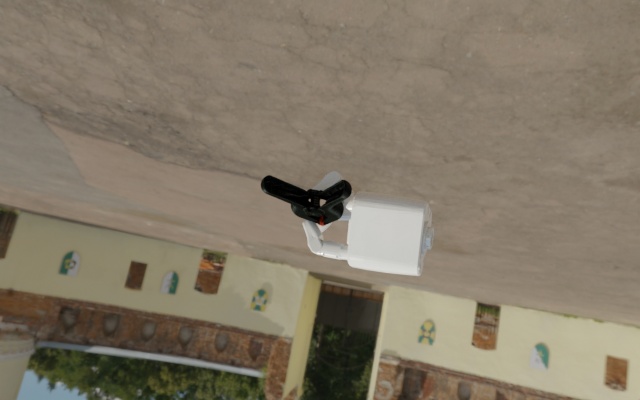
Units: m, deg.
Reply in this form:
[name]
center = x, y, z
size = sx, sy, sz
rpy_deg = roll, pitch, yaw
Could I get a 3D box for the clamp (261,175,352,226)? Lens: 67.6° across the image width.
[clamp]
center = 0.000, 0.003, 0.684
size = 0.120, 0.039, 0.171
rpy_deg = 7, -13, 20
